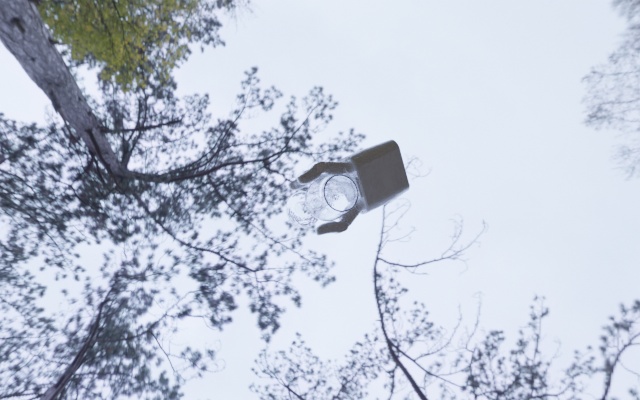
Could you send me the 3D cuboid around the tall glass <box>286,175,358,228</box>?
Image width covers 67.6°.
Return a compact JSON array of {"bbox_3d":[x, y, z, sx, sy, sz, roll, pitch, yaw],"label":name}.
[{"bbox_3d":[0.000,0.003,0.869,0.079,0.079,0.201,0,-9,-20],"label":"tall glass"}]
